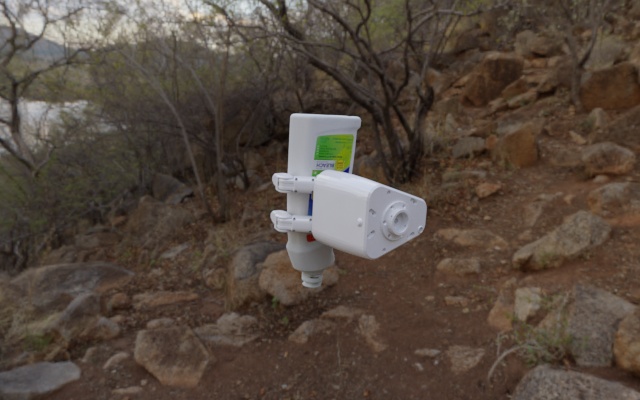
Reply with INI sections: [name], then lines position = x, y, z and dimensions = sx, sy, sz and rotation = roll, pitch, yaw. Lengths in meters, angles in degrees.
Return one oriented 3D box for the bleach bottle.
[bleach bottle]
position = 0.000, 0.002, 0.698
dimensions = 0.102, 0.251, 0.068
rotation = -5, 13, -35
